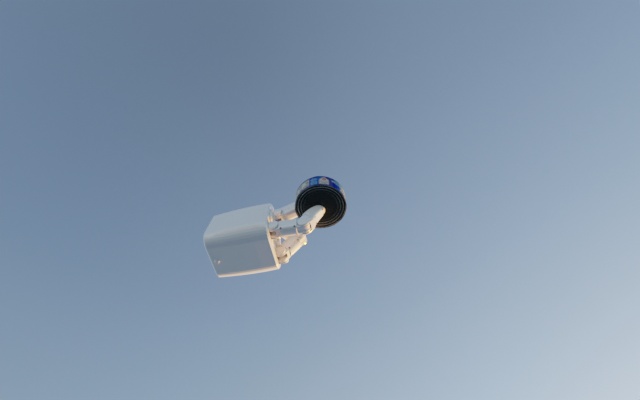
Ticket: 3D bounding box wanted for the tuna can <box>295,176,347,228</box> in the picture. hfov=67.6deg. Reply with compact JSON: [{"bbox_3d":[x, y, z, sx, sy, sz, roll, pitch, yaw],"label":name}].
[{"bbox_3d":[0.000,0.002,0.801,0.086,0.086,0.033,0,33,-1],"label":"tuna can"}]
